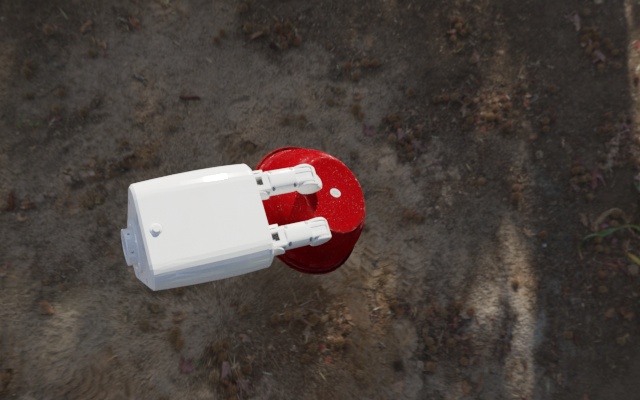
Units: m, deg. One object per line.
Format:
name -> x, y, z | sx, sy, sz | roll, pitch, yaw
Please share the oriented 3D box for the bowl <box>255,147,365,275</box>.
bowl -> 0.001, 0.001, 0.558 | 0.162, 0.162, 0.055 | 0, -19, -41
